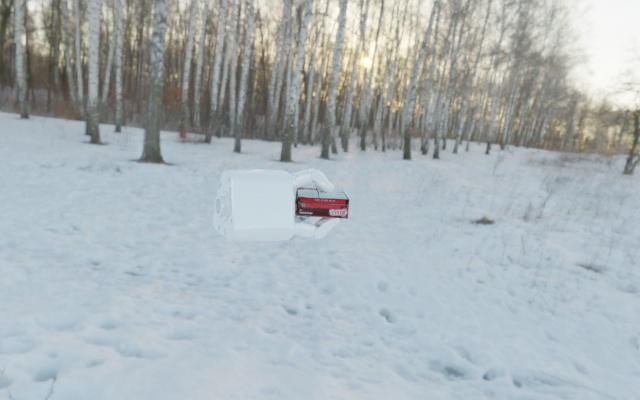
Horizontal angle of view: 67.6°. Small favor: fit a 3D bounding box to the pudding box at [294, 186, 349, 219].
[{"bbox_3d":[0.000,0.003,0.847,0.090,0.039,0.113,4,12,-5],"label":"pudding box"}]
